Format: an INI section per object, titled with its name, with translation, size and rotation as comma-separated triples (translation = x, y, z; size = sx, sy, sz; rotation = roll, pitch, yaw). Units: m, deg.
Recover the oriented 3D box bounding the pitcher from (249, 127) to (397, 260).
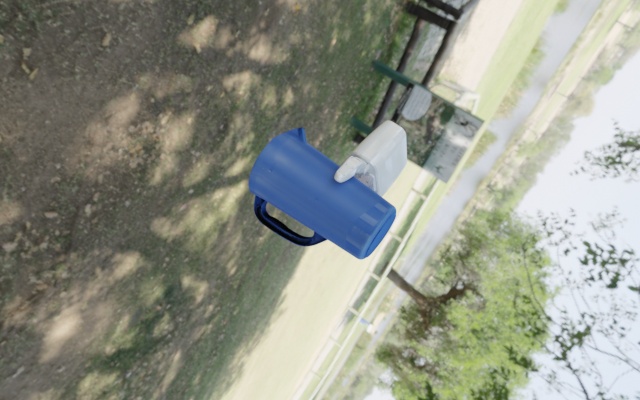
[pitcher]
translation = 0.000, 0.003, 0.831
size = 0.243, 0.145, 0.149
rotation = 35, -29, 16
